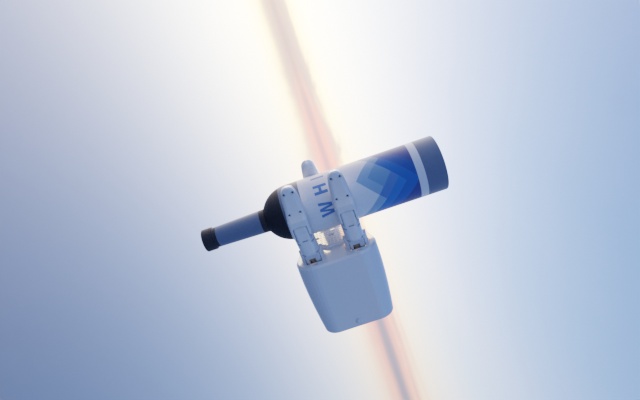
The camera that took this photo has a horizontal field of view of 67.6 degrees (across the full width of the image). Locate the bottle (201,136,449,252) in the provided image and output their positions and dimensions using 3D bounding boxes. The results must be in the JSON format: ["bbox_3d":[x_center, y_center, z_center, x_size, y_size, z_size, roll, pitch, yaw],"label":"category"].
[{"bbox_3d":[0.000,0.002,0.570,0.296,0.069,0.069,-19,-1,2],"label":"bottle"}]
